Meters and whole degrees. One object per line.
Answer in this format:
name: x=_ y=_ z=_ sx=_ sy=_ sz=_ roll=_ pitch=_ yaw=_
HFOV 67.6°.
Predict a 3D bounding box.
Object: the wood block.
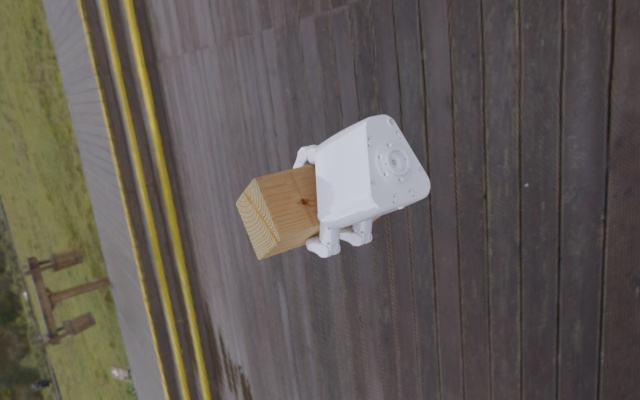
wood block: x=0.000 y=0.002 z=0.679 sx=0.206 sy=0.091 sz=0.090 roll=-16 pitch=-15 yaw=-32
